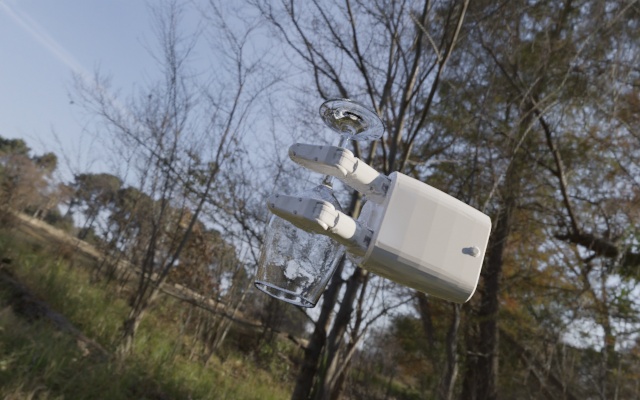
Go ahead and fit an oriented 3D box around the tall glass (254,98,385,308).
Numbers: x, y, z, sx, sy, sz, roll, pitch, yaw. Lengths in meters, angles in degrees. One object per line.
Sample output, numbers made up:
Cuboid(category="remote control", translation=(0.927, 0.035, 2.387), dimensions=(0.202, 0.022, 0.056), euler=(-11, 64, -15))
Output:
Cuboid(category="tall glass", translation=(0.000, 0.001, 0.476), dimensions=(0.079, 0.201, 0.079), euler=(19, -20, 7))
